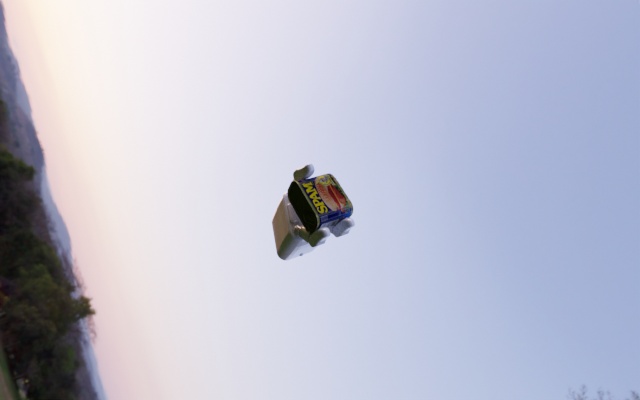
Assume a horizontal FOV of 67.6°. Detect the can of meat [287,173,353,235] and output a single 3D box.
[{"bbox_3d":[0.000,0.003,0.888,0.084,0.102,0.057,-17,-26,-31],"label":"can of meat"}]
